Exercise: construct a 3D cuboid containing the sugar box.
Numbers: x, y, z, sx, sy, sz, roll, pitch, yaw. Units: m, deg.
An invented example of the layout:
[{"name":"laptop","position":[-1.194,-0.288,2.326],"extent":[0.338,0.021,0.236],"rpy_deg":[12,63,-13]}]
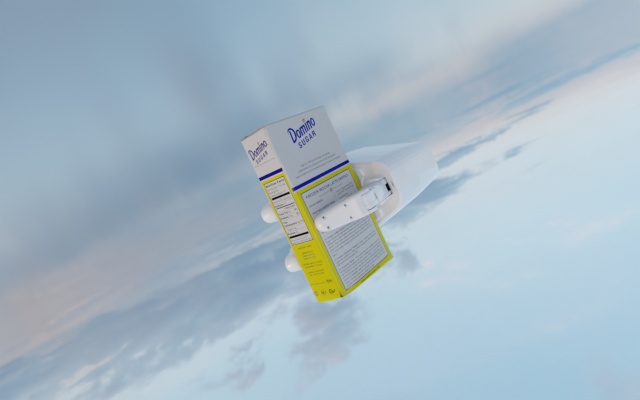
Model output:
[{"name":"sugar box","position":[0.000,0.002,0.477],"extent":[0.048,0.176,0.093],"rpy_deg":[-23,4,44]}]
